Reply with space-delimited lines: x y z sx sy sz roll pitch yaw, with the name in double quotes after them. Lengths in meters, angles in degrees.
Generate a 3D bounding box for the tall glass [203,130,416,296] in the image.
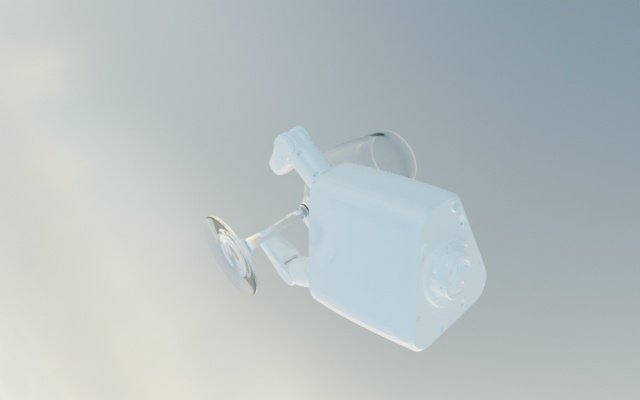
-0.001 0.002 0.435 0.201 0.079 0.079 -31 17 -31 "tall glass"
